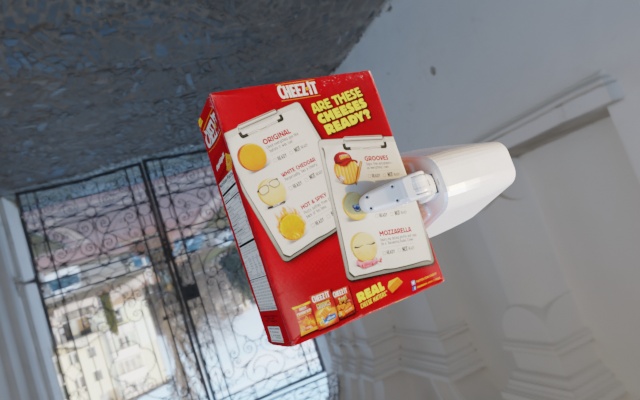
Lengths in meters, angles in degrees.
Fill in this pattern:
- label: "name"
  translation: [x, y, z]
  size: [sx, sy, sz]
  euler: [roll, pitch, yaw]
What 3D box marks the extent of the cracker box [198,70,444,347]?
- label: "cracker box"
  translation: [0.000, 0.002, 0.438]
  size: [0.164, 0.213, 0.072]
  euler: [-16, -7, -28]
